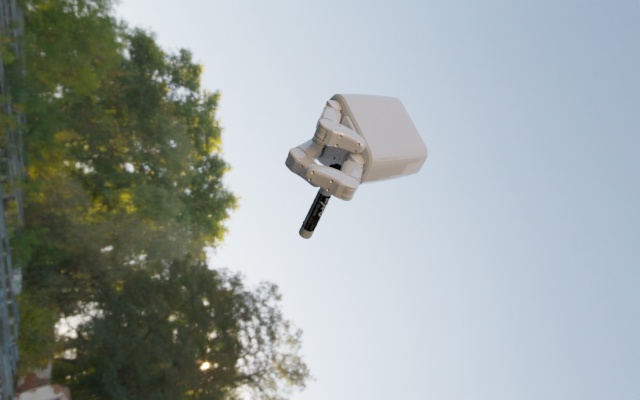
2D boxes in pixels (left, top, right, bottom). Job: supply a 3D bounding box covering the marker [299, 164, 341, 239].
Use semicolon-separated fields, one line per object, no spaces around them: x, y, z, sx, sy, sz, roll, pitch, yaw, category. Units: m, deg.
0.000;0.002;0.594;0.020;0.121;0.020;15;40;-13;marker
